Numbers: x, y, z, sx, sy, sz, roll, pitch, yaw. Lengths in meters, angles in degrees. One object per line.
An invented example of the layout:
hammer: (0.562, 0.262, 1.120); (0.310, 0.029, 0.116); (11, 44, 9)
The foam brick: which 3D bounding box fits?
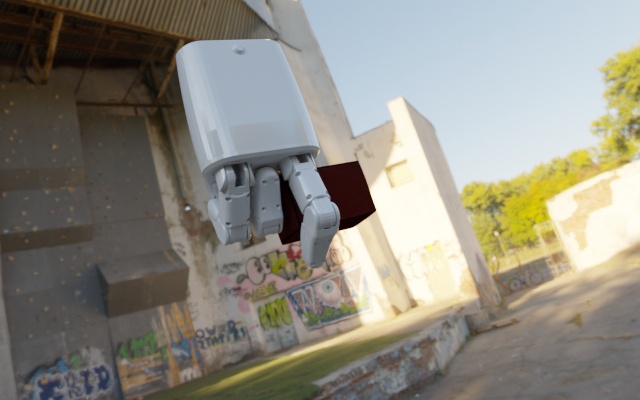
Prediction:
foam brick: (0.000, 0.001, 0.427); (0.078, 0.051, 0.053); (-11, -15, -28)
